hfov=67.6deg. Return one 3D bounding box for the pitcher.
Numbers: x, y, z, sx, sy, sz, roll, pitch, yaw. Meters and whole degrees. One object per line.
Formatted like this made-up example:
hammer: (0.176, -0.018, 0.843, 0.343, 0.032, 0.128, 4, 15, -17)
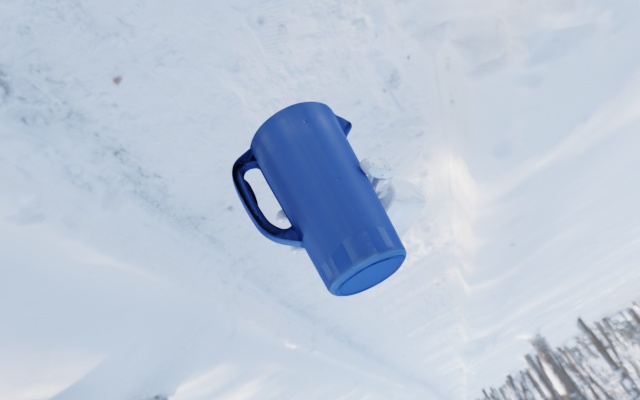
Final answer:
pitcher: (0.000, 0.002, 0.629, 0.149, 0.242, 0.145, -42, -29, 26)
